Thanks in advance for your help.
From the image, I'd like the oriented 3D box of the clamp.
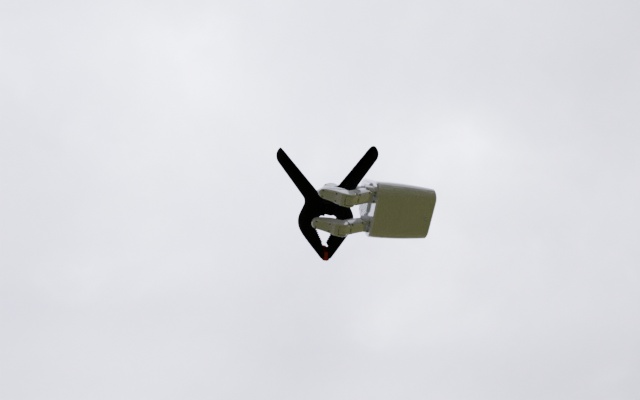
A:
[{"bbox_3d":[0.000,0.003,0.798,0.164,0.210,0.036,5,23,-9],"label":"clamp"}]
